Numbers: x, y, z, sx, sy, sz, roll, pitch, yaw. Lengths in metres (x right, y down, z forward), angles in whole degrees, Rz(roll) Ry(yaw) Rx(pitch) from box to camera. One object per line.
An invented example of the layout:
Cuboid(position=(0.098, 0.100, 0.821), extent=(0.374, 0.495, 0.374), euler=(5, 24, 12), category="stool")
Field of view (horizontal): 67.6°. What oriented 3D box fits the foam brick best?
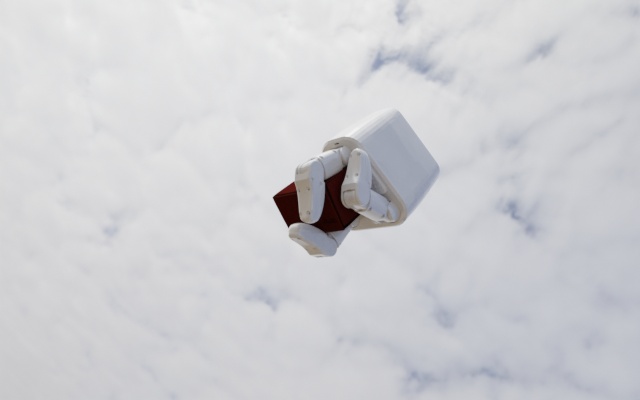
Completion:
Cuboid(position=(0.000, 0.002, 0.510), extent=(0.078, 0.053, 0.051), euler=(-10, 21, 42), category="foam brick")
